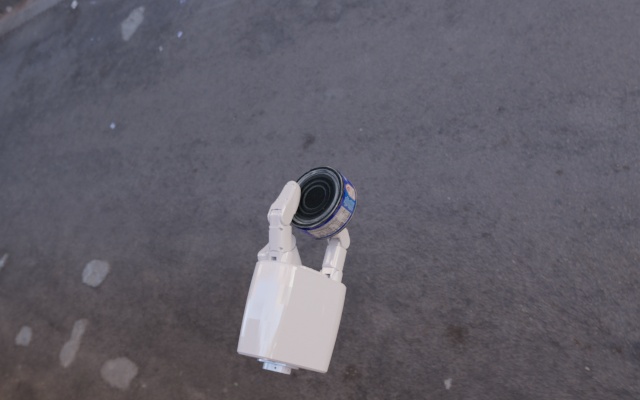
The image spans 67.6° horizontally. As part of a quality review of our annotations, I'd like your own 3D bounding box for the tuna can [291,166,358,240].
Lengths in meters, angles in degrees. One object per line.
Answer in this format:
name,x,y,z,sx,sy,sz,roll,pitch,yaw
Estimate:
tuna can,0.000,0.002,0.578,0.086,0.086,0.034,0,-26,38
